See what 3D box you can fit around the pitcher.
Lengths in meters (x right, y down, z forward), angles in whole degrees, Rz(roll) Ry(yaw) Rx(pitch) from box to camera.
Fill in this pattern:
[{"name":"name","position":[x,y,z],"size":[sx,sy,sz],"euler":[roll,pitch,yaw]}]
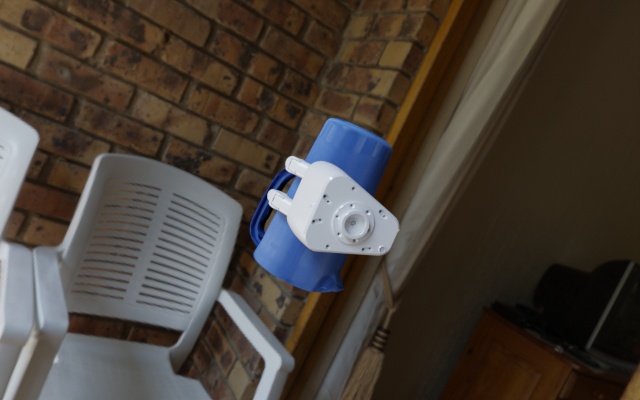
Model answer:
[{"name":"pitcher","position":[0.000,0.002,0.717],"size":[0.149,0.243,0.145],"euler":[24,5,-14]}]
